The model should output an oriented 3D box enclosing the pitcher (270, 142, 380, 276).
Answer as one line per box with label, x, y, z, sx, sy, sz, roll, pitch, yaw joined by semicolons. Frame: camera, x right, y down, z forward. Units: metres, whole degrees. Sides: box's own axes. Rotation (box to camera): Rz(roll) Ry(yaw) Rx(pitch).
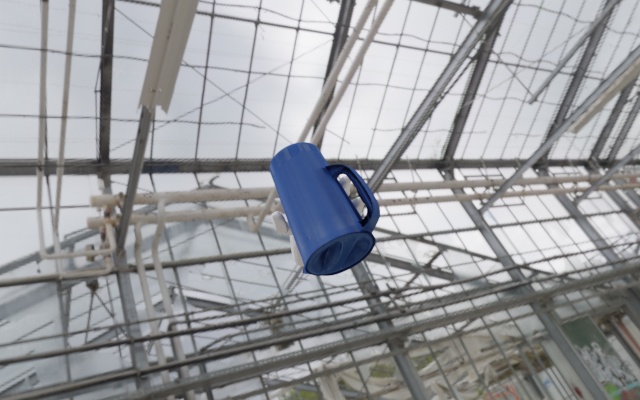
pitcher;0.000;0.003;0.879;0.149;0.242;0.145;-18;-33;-13
